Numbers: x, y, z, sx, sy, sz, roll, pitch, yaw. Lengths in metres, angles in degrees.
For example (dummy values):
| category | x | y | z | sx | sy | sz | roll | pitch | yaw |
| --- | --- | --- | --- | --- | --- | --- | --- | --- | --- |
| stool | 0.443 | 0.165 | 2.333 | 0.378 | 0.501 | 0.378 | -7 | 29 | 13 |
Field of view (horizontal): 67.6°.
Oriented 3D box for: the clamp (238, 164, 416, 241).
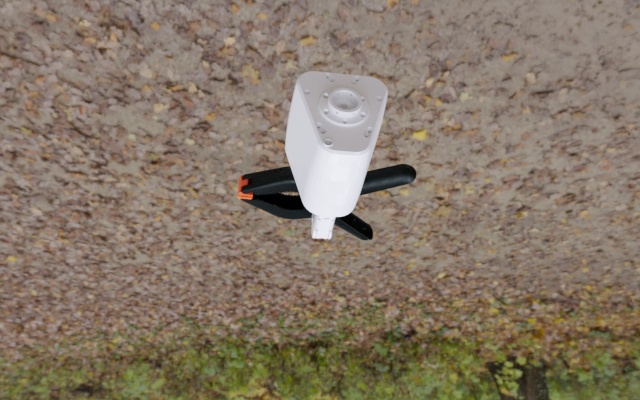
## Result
| category | x | y | z | sx | sy | sz | roll | pitch | yaw |
| --- | --- | --- | --- | --- | --- | --- | --- | --- | --- |
| clamp | 0.000 | 0.003 | 0.615 | 0.210 | 0.036 | 0.165 | 3 | -34 | -7 |
